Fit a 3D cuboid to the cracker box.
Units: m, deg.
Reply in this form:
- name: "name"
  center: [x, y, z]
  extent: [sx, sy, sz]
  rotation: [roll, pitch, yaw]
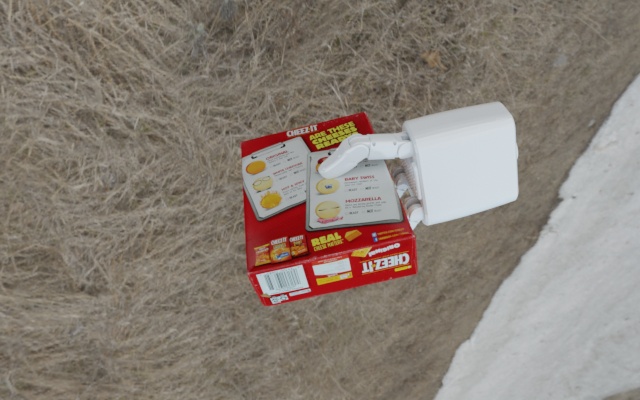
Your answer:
- name: "cracker box"
  center: [0.000, 0.002, 0.539]
  extent: [0.164, 0.072, 0.213]
  rotation: [-13, 43, 1]
